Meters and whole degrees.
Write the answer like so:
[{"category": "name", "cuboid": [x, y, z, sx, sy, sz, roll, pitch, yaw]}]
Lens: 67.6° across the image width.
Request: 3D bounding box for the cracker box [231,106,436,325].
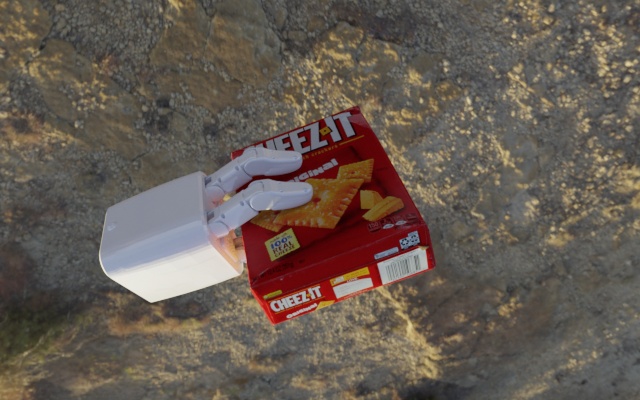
[{"category": "cracker box", "cuboid": [0.000, 0.002, 0.499, 0.164, 0.072, 0.213, -20, 42, 1]}]
